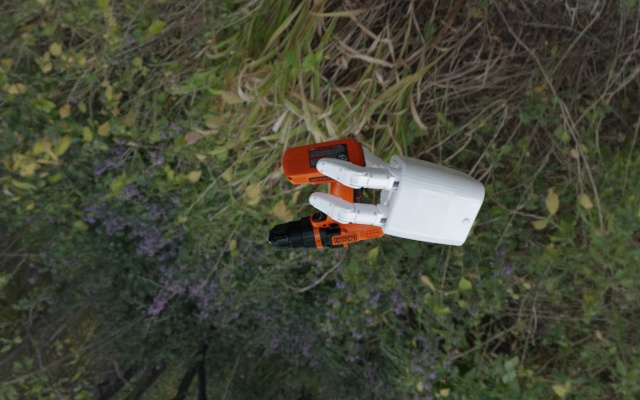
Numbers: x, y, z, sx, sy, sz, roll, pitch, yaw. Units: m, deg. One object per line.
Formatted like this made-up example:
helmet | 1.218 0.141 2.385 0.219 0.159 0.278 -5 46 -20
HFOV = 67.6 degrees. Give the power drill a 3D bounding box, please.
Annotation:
power drill | 0.000 0.002 0.679 0.184 0.057 0.188 -10 -38 2
